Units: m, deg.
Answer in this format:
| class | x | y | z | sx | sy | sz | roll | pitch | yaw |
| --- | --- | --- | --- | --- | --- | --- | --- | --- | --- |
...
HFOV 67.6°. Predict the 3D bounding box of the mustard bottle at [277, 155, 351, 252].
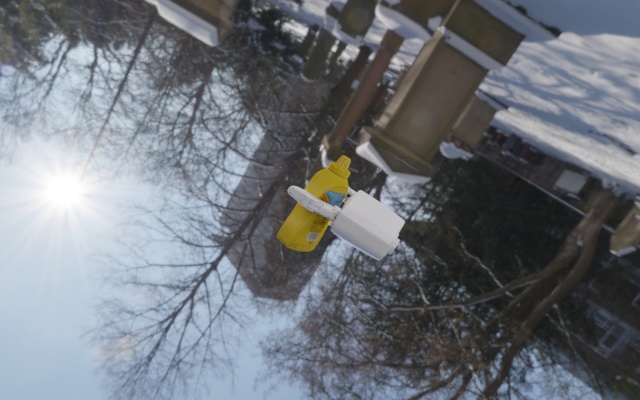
| class | x | y | z | sx | sy | sz | roll | pitch | yaw |
| --- | --- | --- | --- | --- | --- | --- | --- | --- | --- |
| mustard bottle | 0.000 | 0.003 | 0.881 | 0.058 | 0.192 | 0.096 | 40 | 16 | 33 |
